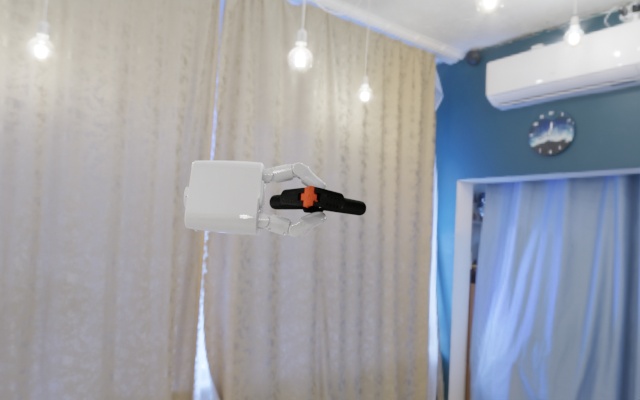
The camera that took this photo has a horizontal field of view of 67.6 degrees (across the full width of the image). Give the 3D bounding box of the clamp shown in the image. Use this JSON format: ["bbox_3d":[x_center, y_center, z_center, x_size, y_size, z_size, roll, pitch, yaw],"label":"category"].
[{"bbox_3d":[0.000,0.002,0.730,0.164,0.036,0.210,3,-4,-3],"label":"clamp"}]
